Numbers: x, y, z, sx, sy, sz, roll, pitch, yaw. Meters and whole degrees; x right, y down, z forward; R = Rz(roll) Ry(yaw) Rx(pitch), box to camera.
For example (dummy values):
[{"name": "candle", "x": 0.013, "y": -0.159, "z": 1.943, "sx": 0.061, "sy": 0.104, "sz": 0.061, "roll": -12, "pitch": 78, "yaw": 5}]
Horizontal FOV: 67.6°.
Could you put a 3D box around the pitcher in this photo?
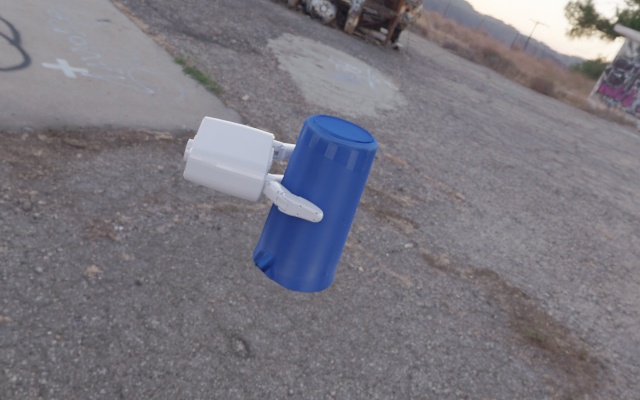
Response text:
[{"name": "pitcher", "x": 0.000, "y": 0.002, "z": 0.713, "sx": 0.145, "sy": 0.243, "sz": 0.149, "roll": 17, "pitch": 24, "yaw": -9}]
